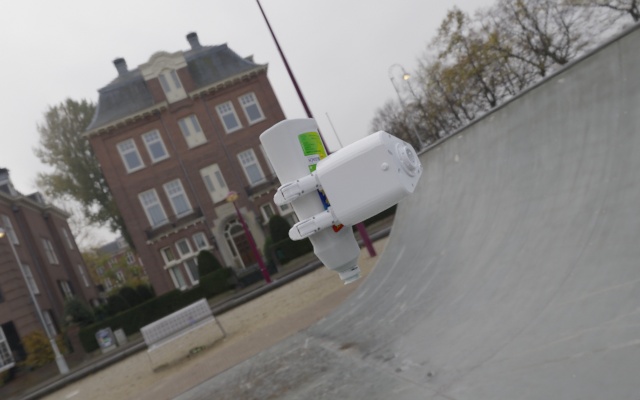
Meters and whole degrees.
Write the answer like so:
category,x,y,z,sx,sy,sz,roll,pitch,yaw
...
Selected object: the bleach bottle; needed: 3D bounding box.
category,x,y,z,sx,sy,sz,roll,pitch,yaw
bleach bottle,0.000,0.002,0.716,0.068,0.251,0.102,-27,-4,30
